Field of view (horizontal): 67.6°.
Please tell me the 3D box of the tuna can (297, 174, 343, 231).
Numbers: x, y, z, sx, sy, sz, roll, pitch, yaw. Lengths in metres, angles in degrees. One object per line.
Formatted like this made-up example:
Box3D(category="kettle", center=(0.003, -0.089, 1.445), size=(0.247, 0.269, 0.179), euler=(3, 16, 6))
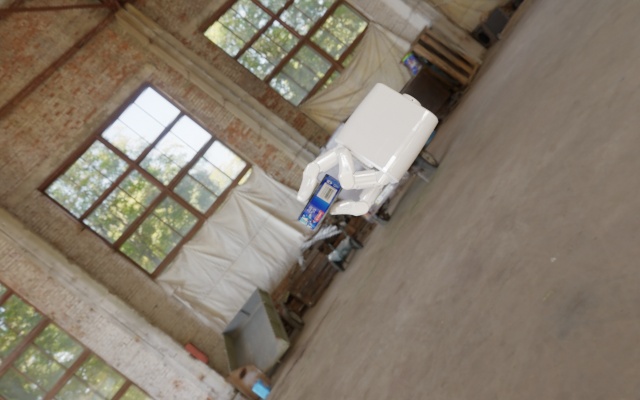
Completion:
Box3D(category="tuna can", center=(0.000, 0.002, 0.729), size=(0.034, 0.086, 0.086), euler=(33, -1, -1))
